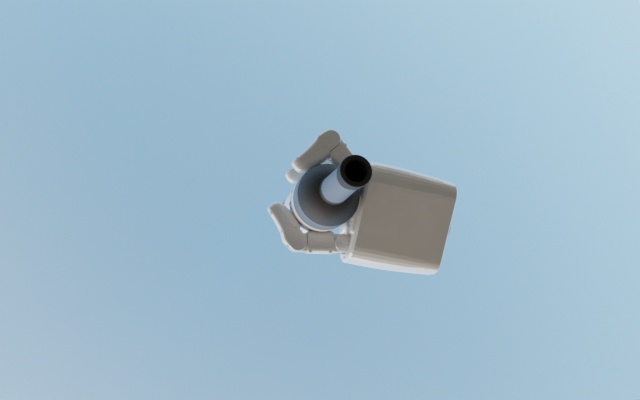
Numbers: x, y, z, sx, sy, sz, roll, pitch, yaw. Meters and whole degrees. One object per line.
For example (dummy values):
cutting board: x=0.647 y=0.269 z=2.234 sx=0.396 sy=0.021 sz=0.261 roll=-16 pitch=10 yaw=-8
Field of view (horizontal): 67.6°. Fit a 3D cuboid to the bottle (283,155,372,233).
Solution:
bottle: x=0.000 y=0.002 z=0.526 sx=0.069 sy=0.069 sz=0.296 roll=0 pitch=-10 yaw=-11
